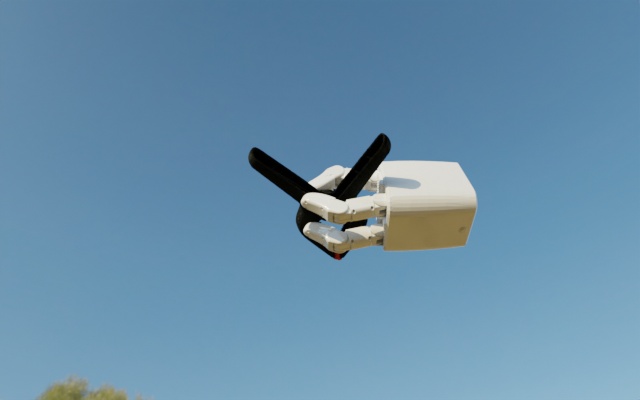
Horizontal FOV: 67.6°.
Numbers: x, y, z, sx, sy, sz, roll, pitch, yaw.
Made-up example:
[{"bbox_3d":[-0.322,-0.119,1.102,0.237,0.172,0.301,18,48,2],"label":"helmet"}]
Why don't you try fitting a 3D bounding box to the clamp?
[{"bbox_3d":[0.000,0.002,0.610,0.164,0.036,0.210,0,-44,2],"label":"clamp"}]
